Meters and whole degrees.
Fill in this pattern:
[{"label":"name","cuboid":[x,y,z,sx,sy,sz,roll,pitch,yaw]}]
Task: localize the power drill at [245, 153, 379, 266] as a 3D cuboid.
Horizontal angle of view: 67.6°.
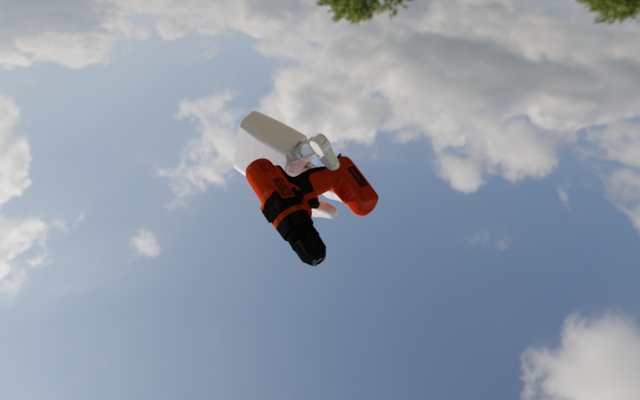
[{"label":"power drill","cuboid":[0.000,0.002,0.725,0.187,0.184,0.057,-13,-30,-42]}]
